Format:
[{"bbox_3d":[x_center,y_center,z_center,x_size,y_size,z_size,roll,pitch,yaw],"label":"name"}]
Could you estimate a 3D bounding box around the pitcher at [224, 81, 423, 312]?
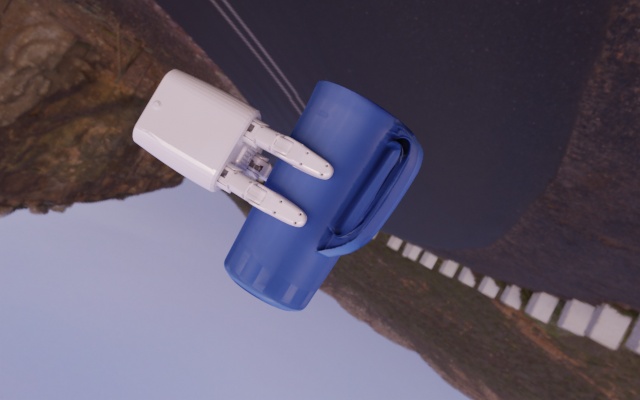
[{"bbox_3d":[0.000,0.002,0.537,0.145,0.243,0.149,31,0,4],"label":"pitcher"}]
